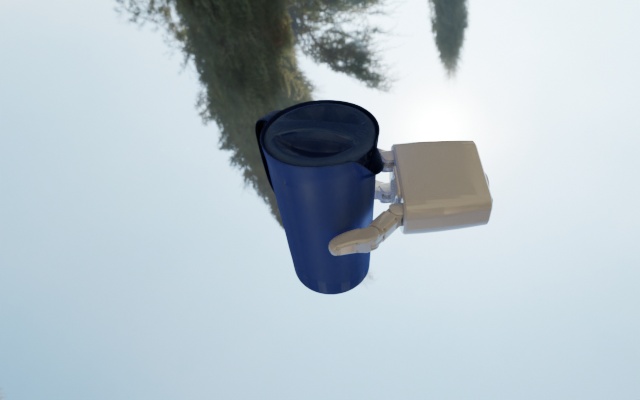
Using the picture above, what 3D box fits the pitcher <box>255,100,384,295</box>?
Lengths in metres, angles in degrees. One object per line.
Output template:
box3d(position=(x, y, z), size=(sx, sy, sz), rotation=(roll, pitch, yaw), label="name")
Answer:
box3d(position=(0.000, 0.002, 0.610), size=(0.145, 0.243, 0.149), rotation=(-6, 42, -1), label="pitcher")
